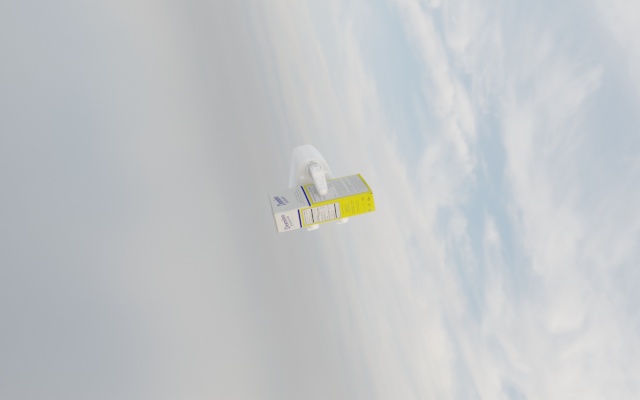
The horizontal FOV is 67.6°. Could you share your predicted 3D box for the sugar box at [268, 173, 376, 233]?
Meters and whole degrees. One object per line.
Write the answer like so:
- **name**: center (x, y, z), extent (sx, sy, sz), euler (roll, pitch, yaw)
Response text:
- **sugar box**: center (0.000, 0.003, 0.851), extent (0.176, 0.048, 0.093), euler (-14, 26, -6)
